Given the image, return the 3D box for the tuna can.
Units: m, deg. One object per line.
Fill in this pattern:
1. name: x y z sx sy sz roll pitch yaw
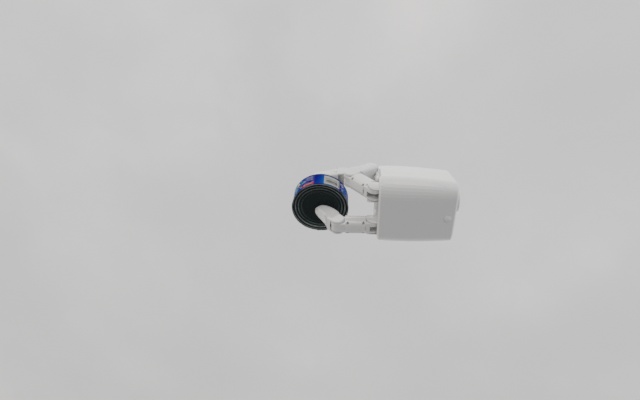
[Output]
1. tuna can: 0.000 0.002 0.732 0.086 0.086 0.033 0 35 3
